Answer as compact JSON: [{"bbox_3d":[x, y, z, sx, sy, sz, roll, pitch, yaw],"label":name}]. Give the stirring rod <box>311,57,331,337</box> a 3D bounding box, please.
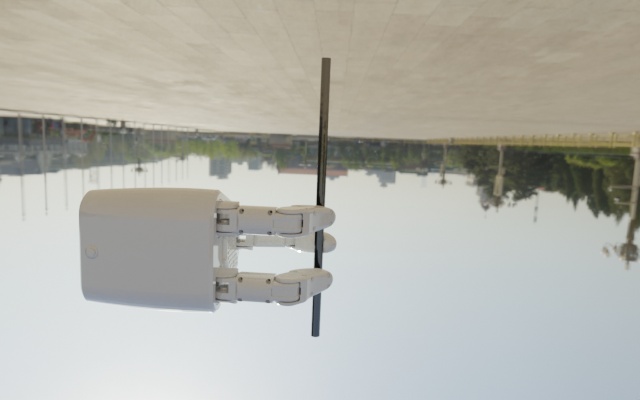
[{"bbox_3d":[0.000,0.001,0.411,0.011,0.239,0.011,2,7,0],"label":"stirring rod"}]
